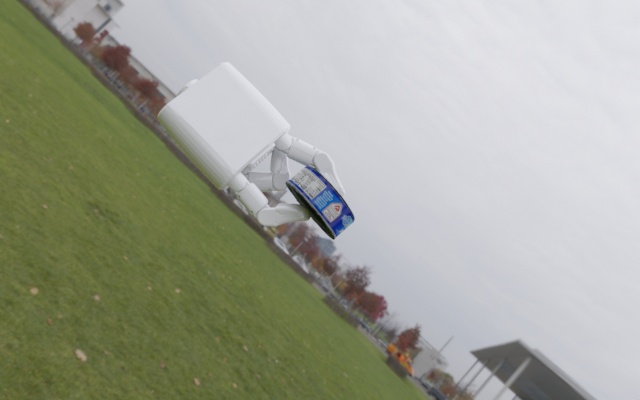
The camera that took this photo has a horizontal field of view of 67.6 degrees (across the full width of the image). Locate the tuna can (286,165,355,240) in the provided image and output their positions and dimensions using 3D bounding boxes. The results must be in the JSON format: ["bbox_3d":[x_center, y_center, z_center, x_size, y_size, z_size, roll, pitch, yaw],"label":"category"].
[{"bbox_3d":[0.001,0.001,0.545,0.034,0.086,0.086,-40,6,-7],"label":"tuna can"}]
